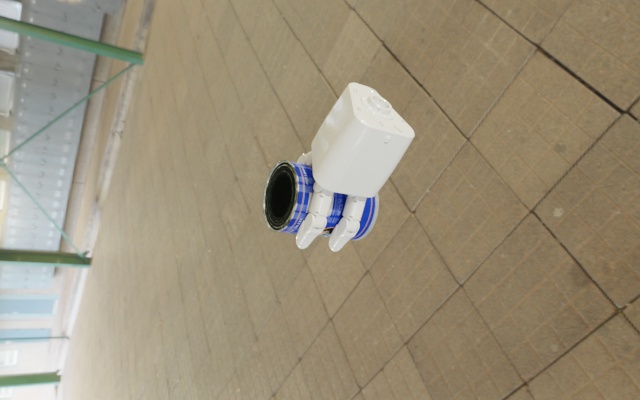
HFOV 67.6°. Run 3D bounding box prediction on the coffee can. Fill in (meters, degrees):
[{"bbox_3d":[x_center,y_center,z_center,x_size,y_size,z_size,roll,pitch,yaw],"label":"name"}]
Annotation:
[{"bbox_3d":[0.000,0.002,0.705,0.140,0.103,0.103,8,-4,-32],"label":"coffee can"}]
